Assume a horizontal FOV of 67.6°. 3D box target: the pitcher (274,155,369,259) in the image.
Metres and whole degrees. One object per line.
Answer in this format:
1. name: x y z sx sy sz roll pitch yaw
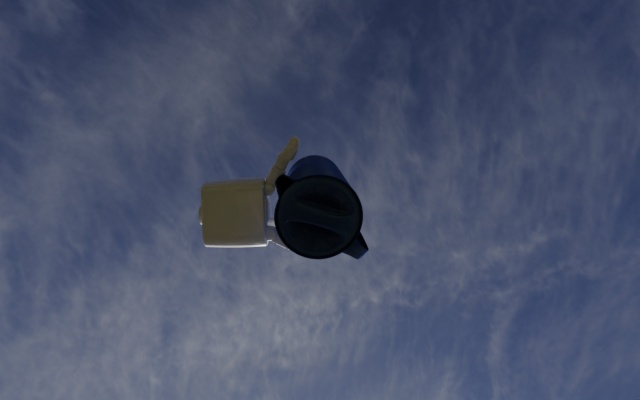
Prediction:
1. pitcher: 0.000 0.003 0.820 0.145 0.149 0.242 -3 16 -1
